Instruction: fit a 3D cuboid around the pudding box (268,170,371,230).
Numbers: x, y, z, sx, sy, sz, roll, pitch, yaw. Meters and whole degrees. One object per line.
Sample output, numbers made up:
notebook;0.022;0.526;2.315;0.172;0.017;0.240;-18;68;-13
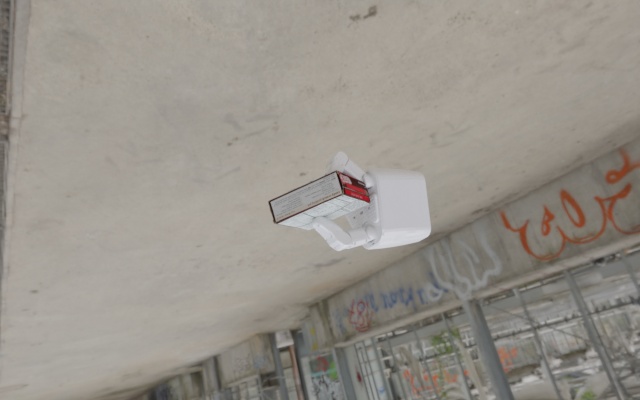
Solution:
pudding box;0.000;0.002;0.655;0.113;0.039;0.090;-25;-20;23
